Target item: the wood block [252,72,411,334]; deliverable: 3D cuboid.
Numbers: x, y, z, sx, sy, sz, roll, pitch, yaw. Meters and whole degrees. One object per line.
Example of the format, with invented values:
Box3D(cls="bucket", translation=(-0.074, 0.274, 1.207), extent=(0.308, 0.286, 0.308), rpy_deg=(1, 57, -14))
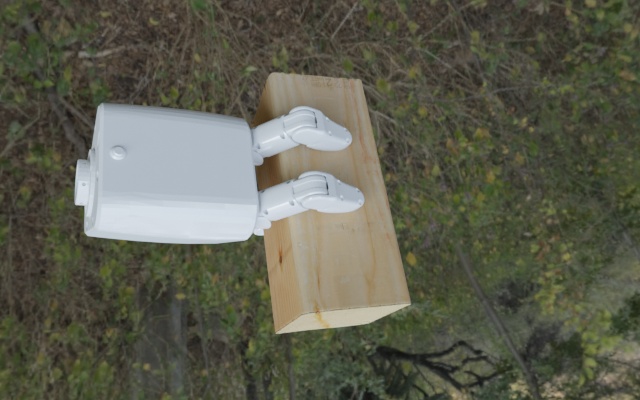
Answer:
Box3D(cls="wood block", translation=(0.000, 0.002, 0.421), extent=(0.090, 0.206, 0.091), rpy_deg=(-1, -23, -20))
